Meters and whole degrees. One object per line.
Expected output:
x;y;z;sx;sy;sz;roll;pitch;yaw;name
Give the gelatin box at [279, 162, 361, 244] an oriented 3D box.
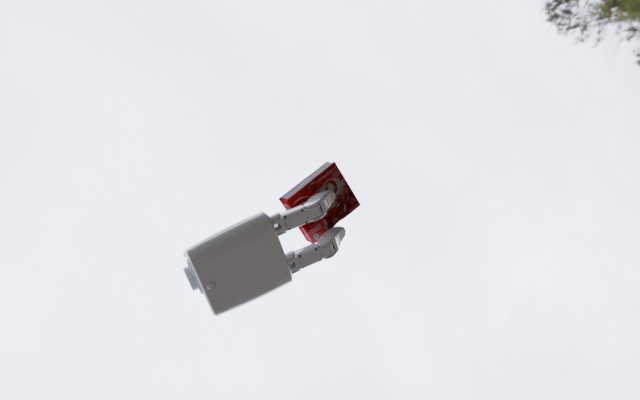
0.000;0.002;0.645;0.089;0.073;0.030;-39;20;-17;gelatin box
